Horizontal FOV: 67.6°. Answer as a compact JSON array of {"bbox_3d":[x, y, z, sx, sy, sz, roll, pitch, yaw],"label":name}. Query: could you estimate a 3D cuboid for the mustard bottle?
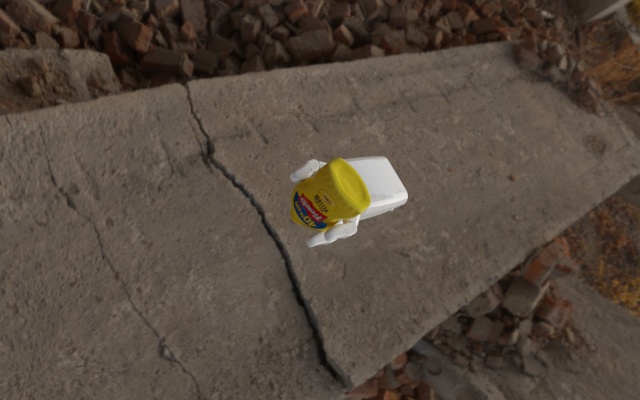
[{"bbox_3d":[0.000,0.003,0.819,0.058,0.096,0.192,-40,5,-35],"label":"mustard bottle"}]
